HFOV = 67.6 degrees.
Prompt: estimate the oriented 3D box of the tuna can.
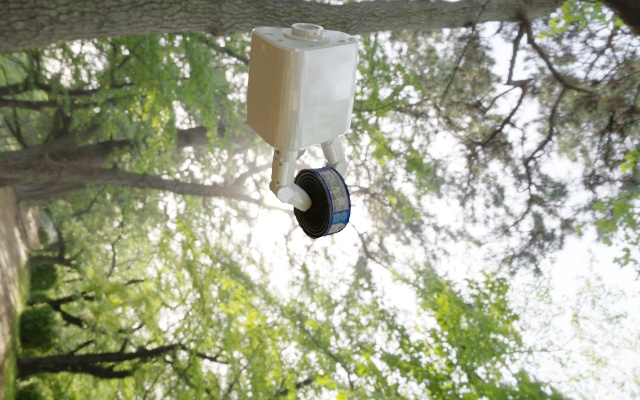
[{"bbox_3d":[0.001,0.002,0.580,0.034,0.086,0.086,-11,6,-32],"label":"tuna can"}]
